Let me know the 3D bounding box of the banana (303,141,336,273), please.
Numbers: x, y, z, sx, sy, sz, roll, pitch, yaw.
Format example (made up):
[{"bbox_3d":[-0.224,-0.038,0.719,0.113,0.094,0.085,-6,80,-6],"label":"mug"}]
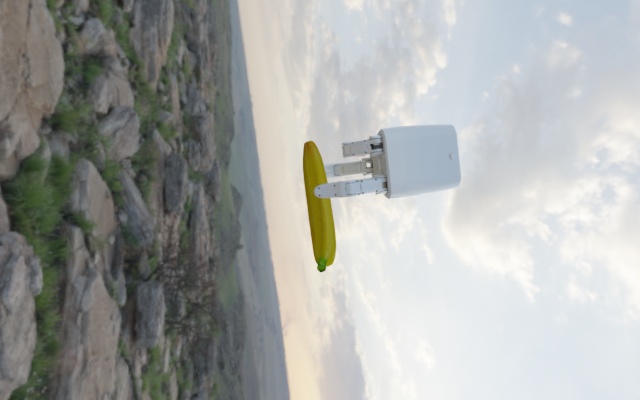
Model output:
[{"bbox_3d":[0.000,0.012,0.691,0.037,0.197,0.070,-6,-21,-5],"label":"banana"}]
